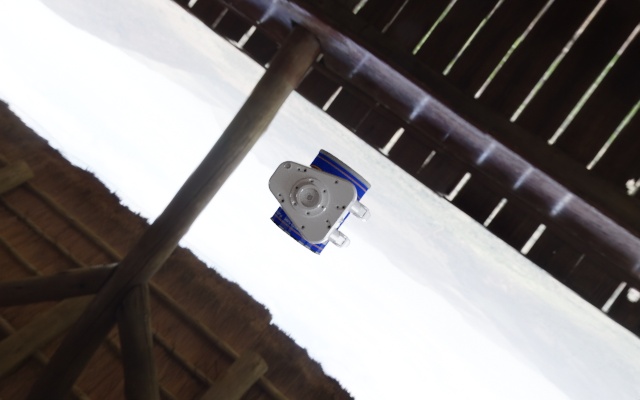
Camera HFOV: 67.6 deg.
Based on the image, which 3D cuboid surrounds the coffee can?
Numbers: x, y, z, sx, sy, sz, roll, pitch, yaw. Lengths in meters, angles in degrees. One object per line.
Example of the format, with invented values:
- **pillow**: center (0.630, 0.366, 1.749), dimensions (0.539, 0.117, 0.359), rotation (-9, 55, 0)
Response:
- **coffee can**: center (0.000, 0.002, 0.772), dimensions (0.103, 0.140, 0.103), rotation (36, 0, 0)
